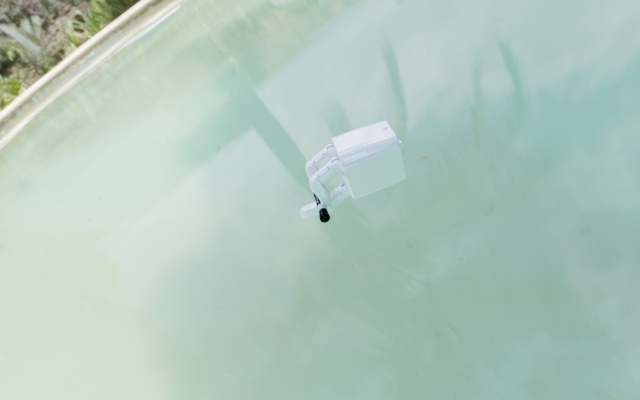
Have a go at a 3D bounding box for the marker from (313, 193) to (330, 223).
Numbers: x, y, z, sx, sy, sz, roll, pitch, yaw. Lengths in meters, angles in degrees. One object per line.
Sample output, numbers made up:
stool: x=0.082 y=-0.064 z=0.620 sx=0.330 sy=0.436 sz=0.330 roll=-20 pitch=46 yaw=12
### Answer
marker: x=0.000 y=0.003 z=0.876 sx=0.020 sy=0.020 sz=0.121 roll=0 pitch=31 yaw=-10
